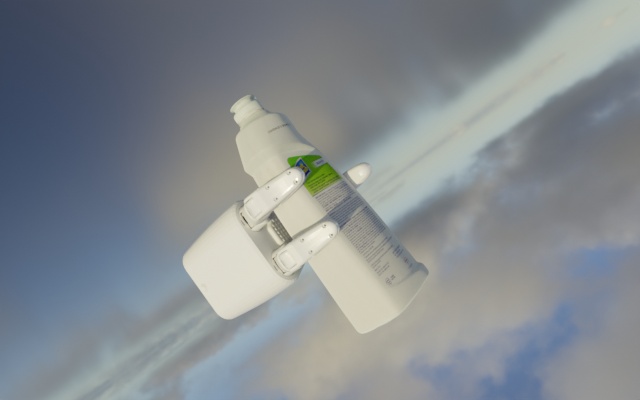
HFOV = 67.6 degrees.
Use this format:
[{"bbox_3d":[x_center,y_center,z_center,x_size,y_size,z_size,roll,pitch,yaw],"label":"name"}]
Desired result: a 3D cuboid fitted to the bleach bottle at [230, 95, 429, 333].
[{"bbox_3d":[0.000,0.002,0.476,0.068,0.251,0.102,-38,-4,34],"label":"bleach bottle"}]
